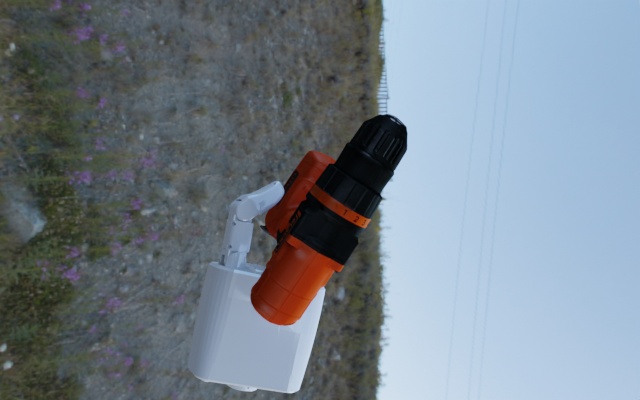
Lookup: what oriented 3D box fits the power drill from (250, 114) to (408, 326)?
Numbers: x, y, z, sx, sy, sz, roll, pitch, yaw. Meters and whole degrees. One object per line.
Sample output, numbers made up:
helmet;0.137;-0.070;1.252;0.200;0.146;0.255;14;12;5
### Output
power drill;0.000;0.002;0.435;0.057;0.184;0.187;34;6;-10
